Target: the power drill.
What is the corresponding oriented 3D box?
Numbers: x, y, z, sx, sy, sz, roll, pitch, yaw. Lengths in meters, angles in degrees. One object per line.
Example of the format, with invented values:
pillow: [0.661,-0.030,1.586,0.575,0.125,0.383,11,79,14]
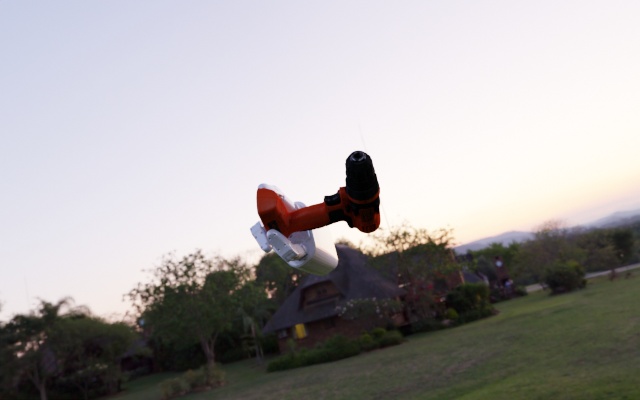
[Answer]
power drill: [0.000,0.003,0.737,0.187,0.057,0.185,-9,-38,5]
